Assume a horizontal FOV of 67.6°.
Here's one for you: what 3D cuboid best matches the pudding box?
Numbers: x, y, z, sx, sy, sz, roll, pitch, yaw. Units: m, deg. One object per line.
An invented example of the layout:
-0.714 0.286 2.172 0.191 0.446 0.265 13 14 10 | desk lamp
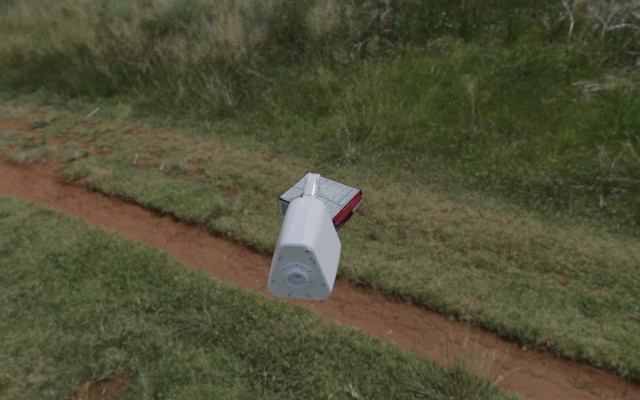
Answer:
0.000 0.002 0.790 0.113 0.039 0.090 22 45 28 | pudding box
